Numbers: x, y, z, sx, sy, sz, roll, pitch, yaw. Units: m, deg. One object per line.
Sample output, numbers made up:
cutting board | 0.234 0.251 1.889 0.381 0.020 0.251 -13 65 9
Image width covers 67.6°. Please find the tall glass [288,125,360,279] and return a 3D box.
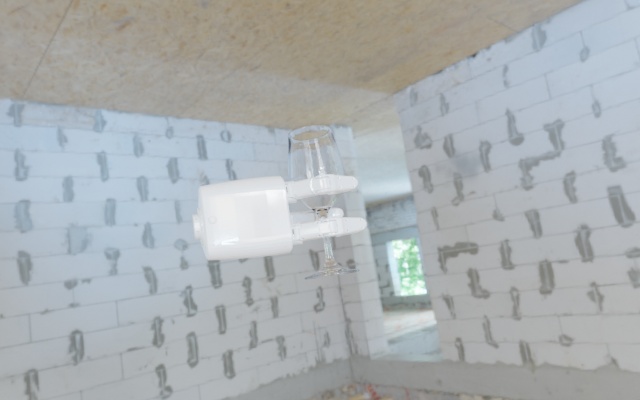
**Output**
tall glass | 0.000 0.003 0.650 0.079 0.201 0.079 -8 -8 -1
